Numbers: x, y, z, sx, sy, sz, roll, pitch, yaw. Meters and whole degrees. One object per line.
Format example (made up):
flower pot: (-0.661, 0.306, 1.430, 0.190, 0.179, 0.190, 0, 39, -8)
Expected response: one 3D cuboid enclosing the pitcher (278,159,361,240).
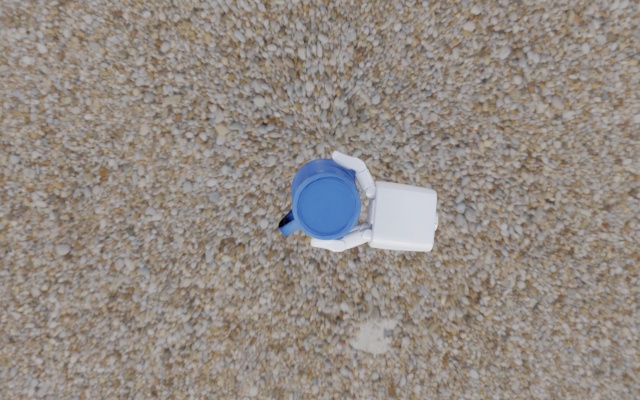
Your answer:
pitcher: (0.000, 0.003, 0.849, 0.145, 0.149, 0.243, 8, 7, -1)
